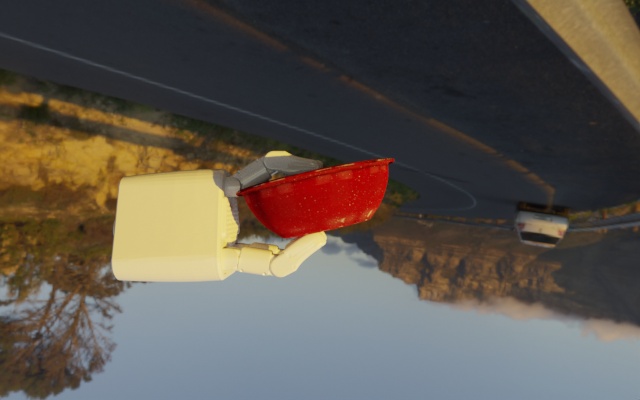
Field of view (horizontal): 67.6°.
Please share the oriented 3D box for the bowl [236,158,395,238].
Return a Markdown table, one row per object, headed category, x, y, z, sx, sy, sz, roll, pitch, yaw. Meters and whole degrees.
| category | x | y | z | sx | sy | sz | roll | pitch | yaw |
| --- | --- | --- | --- | --- | --- | --- | --- | --- | --- |
| bowl | 0.001 | 0.002 | 0.480 | 0.162 | 0.055 | 0.162 | -13 | -1 | 0 |
